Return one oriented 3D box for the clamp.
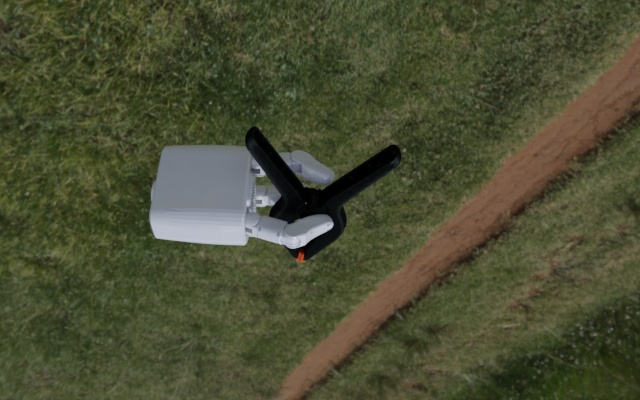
[{"bbox_3d":[0.000,0.003,0.562,0.164,0.036,0.210,3,-42,-1],"label":"clamp"}]
